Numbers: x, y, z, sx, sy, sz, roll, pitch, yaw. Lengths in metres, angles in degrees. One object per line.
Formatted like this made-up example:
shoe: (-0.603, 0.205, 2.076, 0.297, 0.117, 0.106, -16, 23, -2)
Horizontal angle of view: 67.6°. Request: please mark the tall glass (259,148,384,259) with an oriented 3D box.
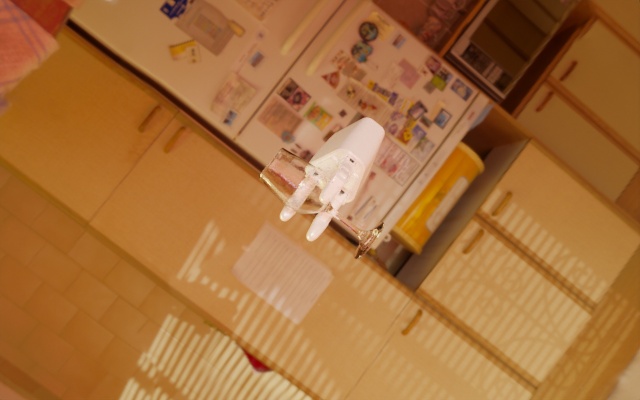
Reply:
tall glass: (0.001, 0.003, 0.752, 0.201, 0.079, 0.079, 38, -4, -5)
